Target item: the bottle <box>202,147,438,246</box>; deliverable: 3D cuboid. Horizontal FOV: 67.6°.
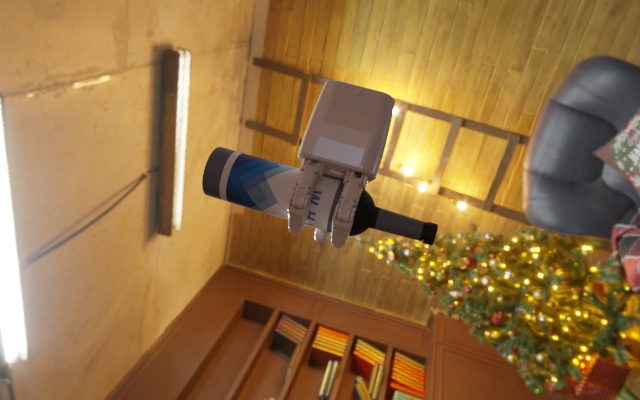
[{"bbox_3d":[0.000,0.002,0.604,0.295,0.069,0.069,16,2,8],"label":"bottle"}]
